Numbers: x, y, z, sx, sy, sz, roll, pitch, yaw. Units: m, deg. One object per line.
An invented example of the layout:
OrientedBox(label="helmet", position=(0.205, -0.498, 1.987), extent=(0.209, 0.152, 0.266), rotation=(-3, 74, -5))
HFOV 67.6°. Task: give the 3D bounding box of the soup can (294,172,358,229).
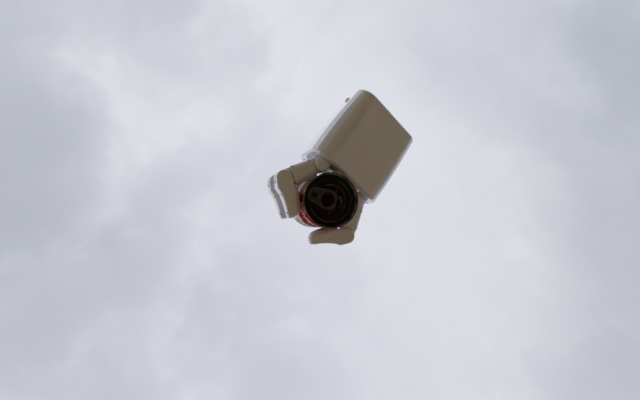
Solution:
OrientedBox(label="soup can", position=(0.000, 0.003, 0.617), extent=(0.068, 0.068, 0.102), rotation=(0, -3, -15))
